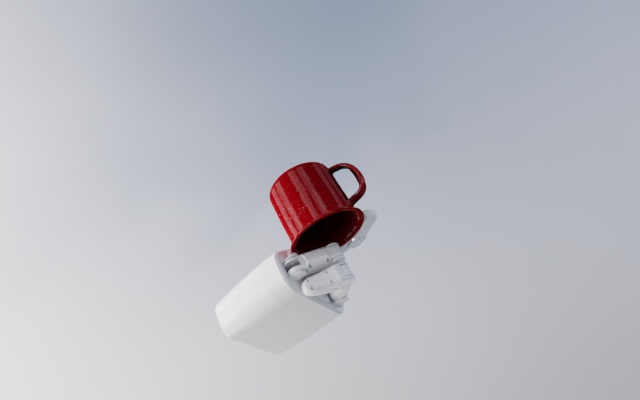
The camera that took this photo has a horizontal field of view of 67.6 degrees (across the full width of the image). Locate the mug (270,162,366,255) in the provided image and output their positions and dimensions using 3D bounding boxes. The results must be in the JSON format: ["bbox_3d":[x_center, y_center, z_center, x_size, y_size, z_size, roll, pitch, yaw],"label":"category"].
[{"bbox_3d":[0.001,0.001,0.556,0.117,0.081,0.093,-40,-31,15],"label":"mug"}]
